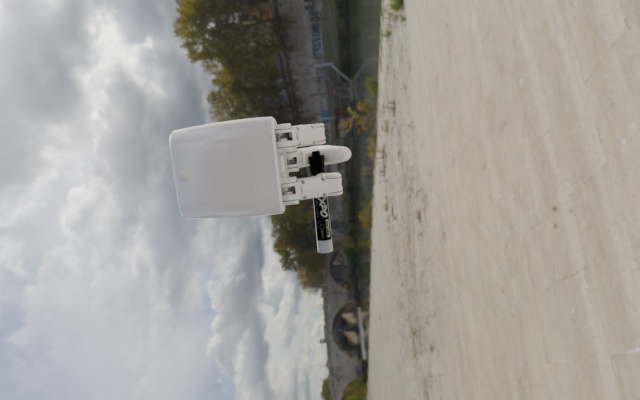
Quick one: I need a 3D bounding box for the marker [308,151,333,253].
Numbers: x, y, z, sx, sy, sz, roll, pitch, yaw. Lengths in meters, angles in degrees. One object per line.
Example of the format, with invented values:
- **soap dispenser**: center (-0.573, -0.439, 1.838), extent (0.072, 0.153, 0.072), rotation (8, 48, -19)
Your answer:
- **marker**: center (0.000, 0.002, 0.566), extent (0.020, 0.121, 0.020), rotation (-5, 8, 1)
